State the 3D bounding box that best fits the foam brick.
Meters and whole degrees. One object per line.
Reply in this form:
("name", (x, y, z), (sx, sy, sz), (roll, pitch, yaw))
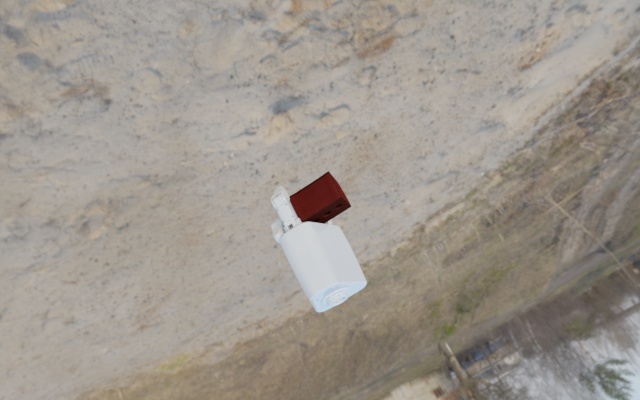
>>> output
("foam brick", (0.000, 0.002, 0.758), (0.078, 0.051, 0.053), (-33, -28, 9))
